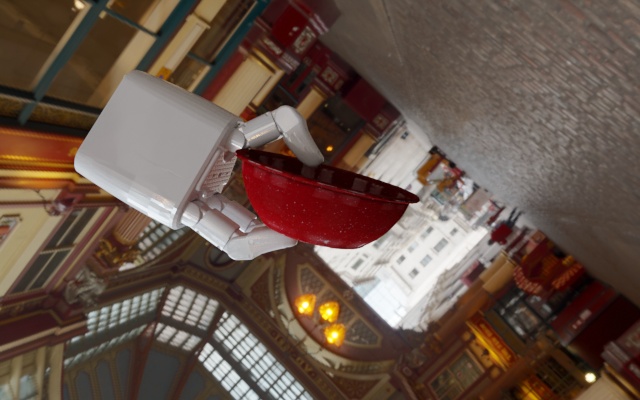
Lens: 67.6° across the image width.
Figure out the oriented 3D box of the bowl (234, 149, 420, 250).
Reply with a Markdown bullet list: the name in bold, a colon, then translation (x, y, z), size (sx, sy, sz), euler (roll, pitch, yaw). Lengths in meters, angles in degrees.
- **bowl**: translation (0.001, 0.002, 0.412), size (0.162, 0.055, 0.162), euler (14, 9, -2)
